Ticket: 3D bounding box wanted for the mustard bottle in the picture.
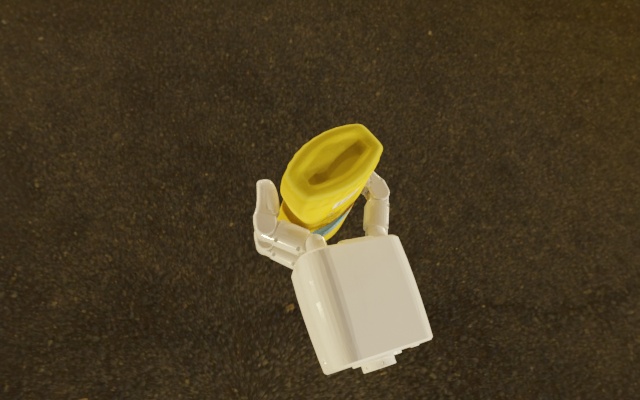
[{"bbox_3d":[0.000,0.001,0.495,0.096,0.058,0.192,-38,-13,-21],"label":"mustard bottle"}]
